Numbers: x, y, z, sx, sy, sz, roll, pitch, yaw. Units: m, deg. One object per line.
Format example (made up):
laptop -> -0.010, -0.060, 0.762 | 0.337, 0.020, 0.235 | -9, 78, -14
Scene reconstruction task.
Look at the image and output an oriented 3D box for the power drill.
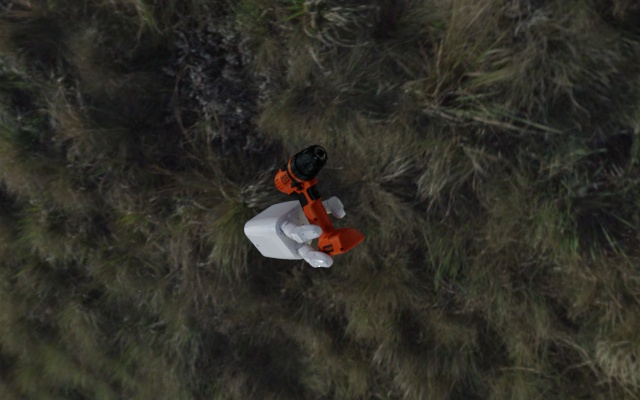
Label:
power drill -> 0.000, 0.003, 0.837 | 0.057, 0.187, 0.184 | -29, 0, -24
